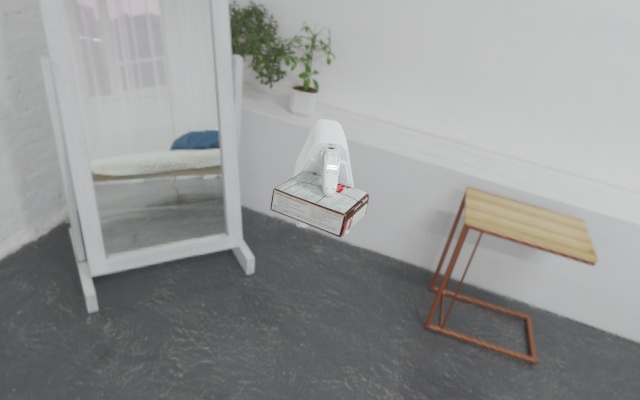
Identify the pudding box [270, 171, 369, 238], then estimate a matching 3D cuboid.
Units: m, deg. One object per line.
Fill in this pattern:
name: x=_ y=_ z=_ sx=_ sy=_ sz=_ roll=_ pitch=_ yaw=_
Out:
pudding box: x=0.000 y=0.002 z=0.670 sx=0.113 sy=0.039 sz=0.090 roll=19 pitch=28 yaw=21
